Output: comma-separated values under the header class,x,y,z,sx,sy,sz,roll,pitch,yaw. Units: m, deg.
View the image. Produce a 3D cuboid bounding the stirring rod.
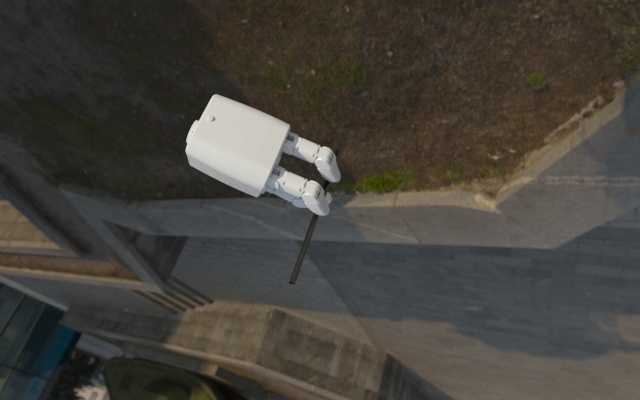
class,x,y,z,sx,sy,sz,roll,pitch,yaw
stirring rod,0.000,0.002,0.647,0.011,0.239,0.011,15,-28,8
